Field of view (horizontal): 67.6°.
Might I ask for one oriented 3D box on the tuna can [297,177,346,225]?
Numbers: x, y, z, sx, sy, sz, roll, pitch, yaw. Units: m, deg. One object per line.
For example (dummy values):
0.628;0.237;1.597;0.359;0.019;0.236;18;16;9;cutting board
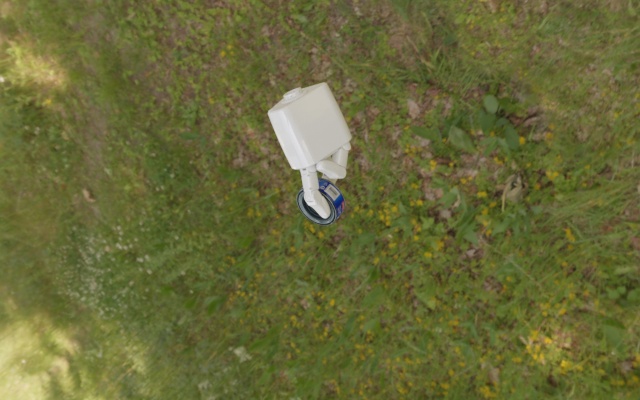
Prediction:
0.000;0.003;0.859;0.086;0.086;0.033;0;35;38;tuna can
